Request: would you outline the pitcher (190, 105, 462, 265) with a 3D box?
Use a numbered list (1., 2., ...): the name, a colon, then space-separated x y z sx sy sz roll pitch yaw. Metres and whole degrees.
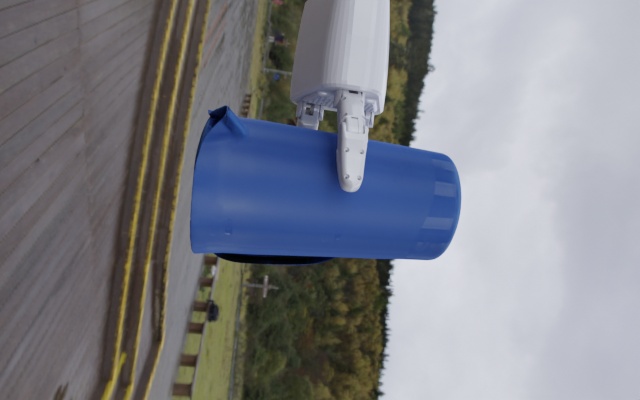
1. pitcher: 0.000 0.001 0.467 0.243 0.145 0.149 6 -2 -8
